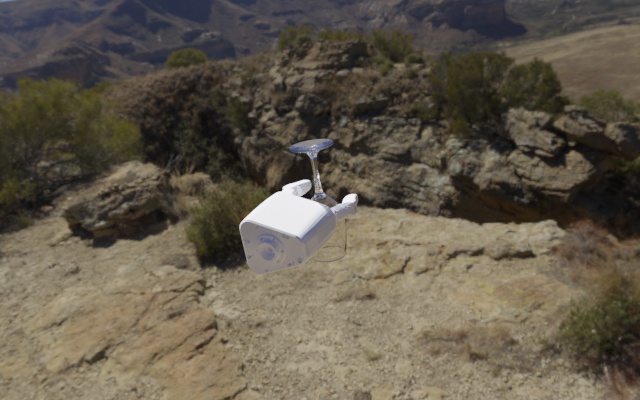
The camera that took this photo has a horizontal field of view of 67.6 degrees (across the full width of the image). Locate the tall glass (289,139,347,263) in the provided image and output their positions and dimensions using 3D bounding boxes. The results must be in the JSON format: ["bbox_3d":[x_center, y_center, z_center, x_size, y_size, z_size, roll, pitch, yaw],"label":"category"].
[{"bbox_3d":[0.000,0.002,0.808,0.079,0.201,0.079,-9,20,3],"label":"tall glass"}]
